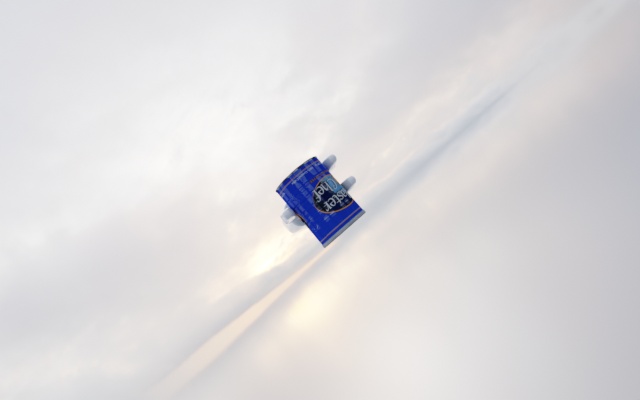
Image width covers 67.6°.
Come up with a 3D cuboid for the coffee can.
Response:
[{"bbox_3d":[0.000,0.003,0.887,0.103,0.140,0.103,-41,-5,-4],"label":"coffee can"}]
